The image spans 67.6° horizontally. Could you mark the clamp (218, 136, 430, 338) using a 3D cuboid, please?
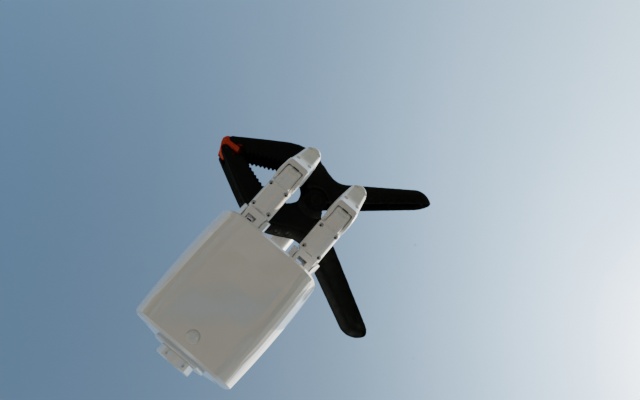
[{"bbox_3d":[-0.001,0.002,0.453,0.210,0.164,0.036,40,-29,0],"label":"clamp"}]
